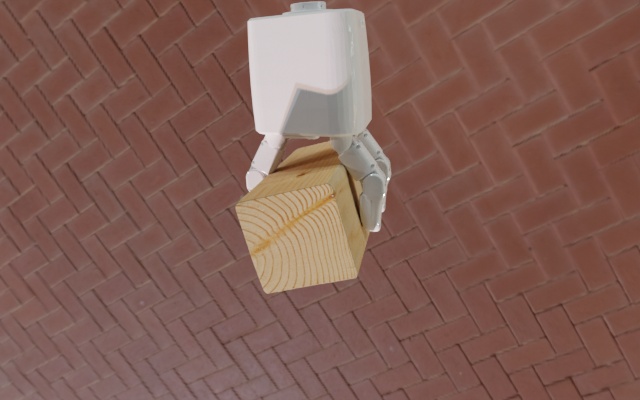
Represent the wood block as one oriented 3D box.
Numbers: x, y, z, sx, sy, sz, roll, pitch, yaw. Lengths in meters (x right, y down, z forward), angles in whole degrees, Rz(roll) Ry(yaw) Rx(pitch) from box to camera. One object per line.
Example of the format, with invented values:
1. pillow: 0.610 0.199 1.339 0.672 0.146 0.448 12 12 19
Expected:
1. wood block: 0.000 0.001 0.500 0.091 0.090 0.206 -12 16 17
